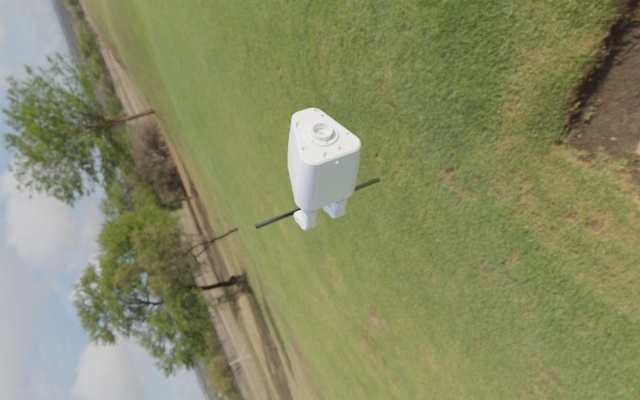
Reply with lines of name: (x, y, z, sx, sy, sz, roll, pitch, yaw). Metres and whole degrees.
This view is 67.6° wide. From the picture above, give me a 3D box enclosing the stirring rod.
stirring rod: (0.000, 0.003, 0.825, 0.239, 0.011, 0.011, -21, 7, -19)
